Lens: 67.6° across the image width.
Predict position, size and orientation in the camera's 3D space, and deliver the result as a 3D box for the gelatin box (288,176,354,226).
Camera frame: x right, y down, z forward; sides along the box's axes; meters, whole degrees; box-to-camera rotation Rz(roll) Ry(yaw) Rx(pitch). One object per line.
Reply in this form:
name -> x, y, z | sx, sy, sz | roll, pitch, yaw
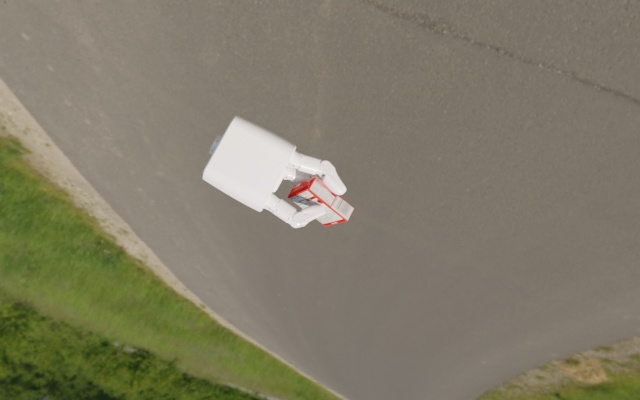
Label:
gelatin box -> 0.000, 0.003, 0.786 | 0.089, 0.030, 0.073 | 39, -26, -17
